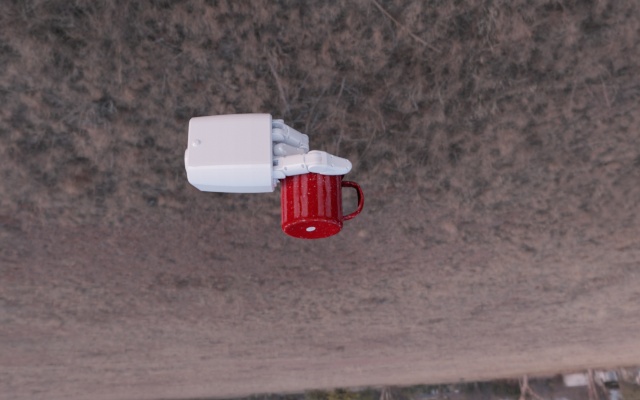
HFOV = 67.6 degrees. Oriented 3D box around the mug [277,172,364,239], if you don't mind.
[{"bbox_3d":[0.002,0.002,0.643,0.117,0.081,0.093,-2,-22,-2],"label":"mug"}]
